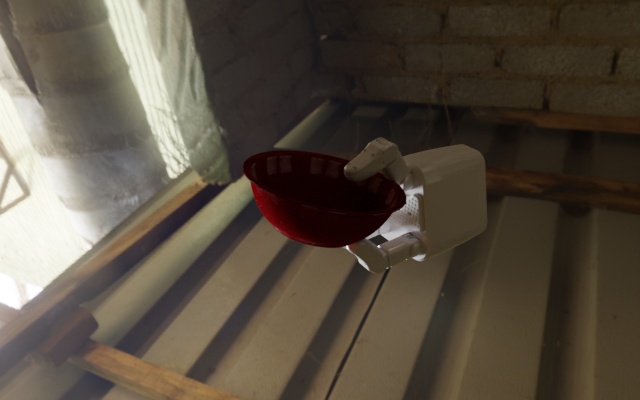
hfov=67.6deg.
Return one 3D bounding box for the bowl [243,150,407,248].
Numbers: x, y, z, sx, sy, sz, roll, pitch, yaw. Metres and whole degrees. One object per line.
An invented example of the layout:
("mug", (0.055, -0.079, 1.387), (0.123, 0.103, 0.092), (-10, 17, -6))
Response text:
("bowl", (-0.001, 0.002, 0.474), (0.162, 0.055, 0.162), (11, 21, -4))
